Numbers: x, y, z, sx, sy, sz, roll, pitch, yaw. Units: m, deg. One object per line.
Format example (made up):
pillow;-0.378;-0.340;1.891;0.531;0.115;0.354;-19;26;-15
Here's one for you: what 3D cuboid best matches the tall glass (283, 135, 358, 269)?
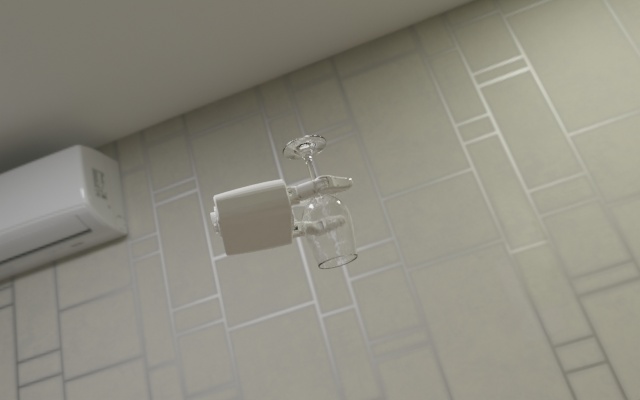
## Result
tall glass;0.000;0.002;0.746;0.079;0.201;0.079;-15;-21;-6
